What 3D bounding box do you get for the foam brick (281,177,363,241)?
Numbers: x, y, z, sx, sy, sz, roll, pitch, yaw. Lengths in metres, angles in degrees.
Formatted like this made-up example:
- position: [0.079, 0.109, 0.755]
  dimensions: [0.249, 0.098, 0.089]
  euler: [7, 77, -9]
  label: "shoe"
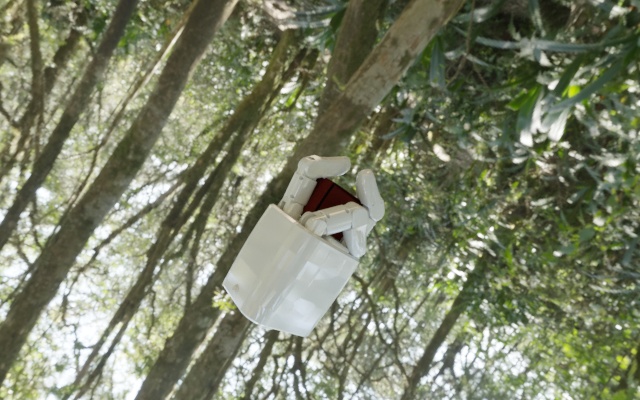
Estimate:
- position: [0.000, 0.002, 0.552]
  dimensions: [0.053, 0.051, 0.078]
  euler: [33, -1, -33]
  label: "foam brick"
